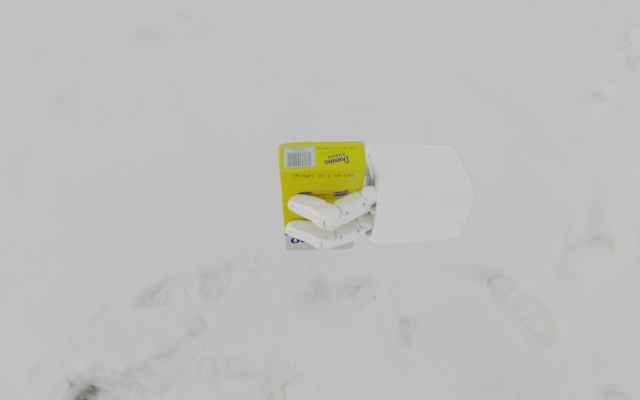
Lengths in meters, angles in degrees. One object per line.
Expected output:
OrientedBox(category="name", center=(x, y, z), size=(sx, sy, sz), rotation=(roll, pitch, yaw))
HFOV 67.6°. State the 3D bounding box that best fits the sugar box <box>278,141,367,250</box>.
OrientedBox(category="sugar box", center=(0.000, 0.002, 0.572), size=(0.093, 0.048, 0.176), rotation=(-1, -36, -1))
